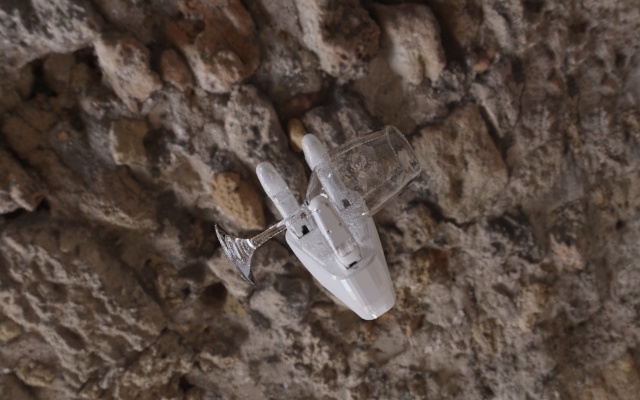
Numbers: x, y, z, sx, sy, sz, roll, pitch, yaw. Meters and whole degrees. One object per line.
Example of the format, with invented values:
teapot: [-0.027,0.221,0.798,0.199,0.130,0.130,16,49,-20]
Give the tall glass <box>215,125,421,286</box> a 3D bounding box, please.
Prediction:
tall glass: [-0.001,0.002,0.479,0.201,0.079,0.079,-32,1,-2]
